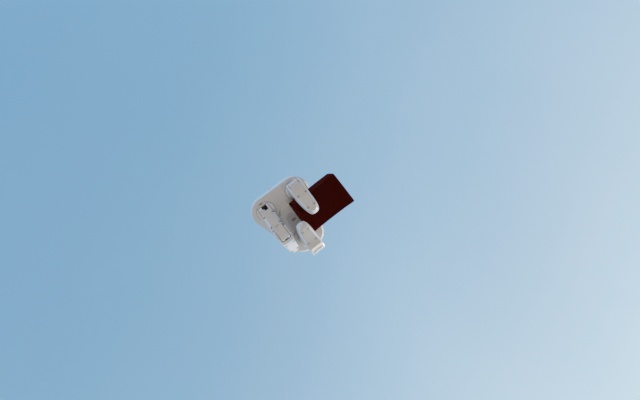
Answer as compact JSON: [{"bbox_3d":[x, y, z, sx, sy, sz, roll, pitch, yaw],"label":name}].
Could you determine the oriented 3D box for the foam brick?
[{"bbox_3d":[0.000,0.002,0.710,0.078,0.053,0.051,-37,7,-6],"label":"foam brick"}]
